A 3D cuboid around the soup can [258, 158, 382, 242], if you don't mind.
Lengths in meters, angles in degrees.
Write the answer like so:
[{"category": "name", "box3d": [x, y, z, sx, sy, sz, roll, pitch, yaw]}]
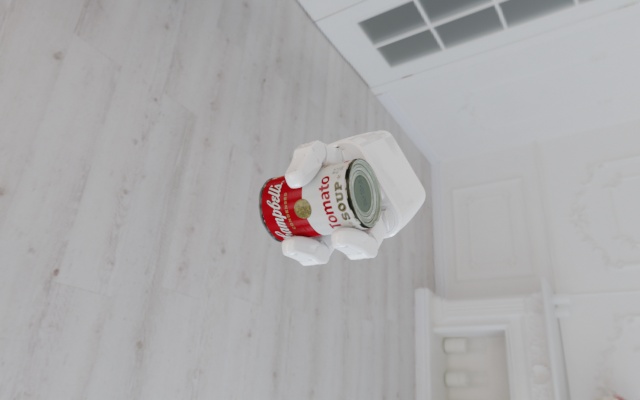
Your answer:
[{"category": "soup can", "box3d": [0.000, 0.002, 0.466, 0.102, 0.068, 0.068, -11, -6, 31]}]
